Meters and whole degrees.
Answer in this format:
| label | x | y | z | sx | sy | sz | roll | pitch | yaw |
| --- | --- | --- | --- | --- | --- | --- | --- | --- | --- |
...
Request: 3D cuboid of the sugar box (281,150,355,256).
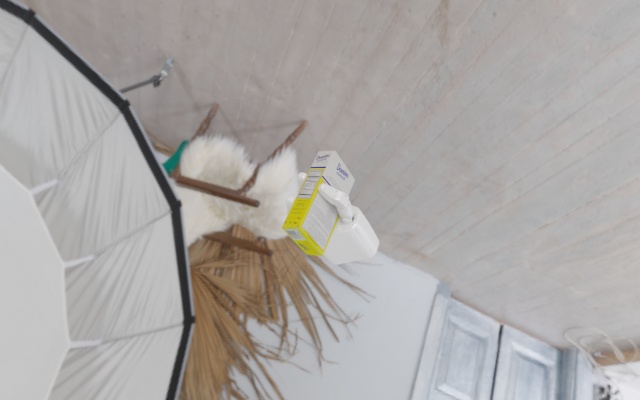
| label | x | y | z | sx | sy | sz | roll | pitch | yaw |
| --- | --- | --- | --- | --- | --- | --- | --- | --- | --- |
| sugar box | 0.000 | 0.003 | 0.880 | 0.048 | 0.176 | 0.093 | 0 | -37 | 35 |
